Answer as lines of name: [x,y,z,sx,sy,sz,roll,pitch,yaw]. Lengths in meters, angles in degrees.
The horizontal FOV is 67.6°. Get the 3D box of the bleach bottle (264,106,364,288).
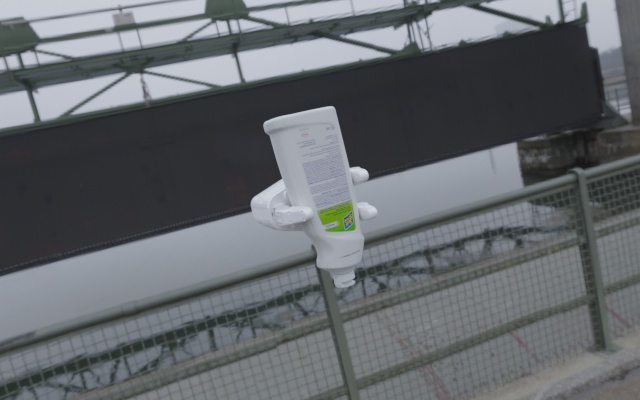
bleach bottle: [0.000,0.002,0.670,0.102,0.251,0.068,-16,8,-23]
